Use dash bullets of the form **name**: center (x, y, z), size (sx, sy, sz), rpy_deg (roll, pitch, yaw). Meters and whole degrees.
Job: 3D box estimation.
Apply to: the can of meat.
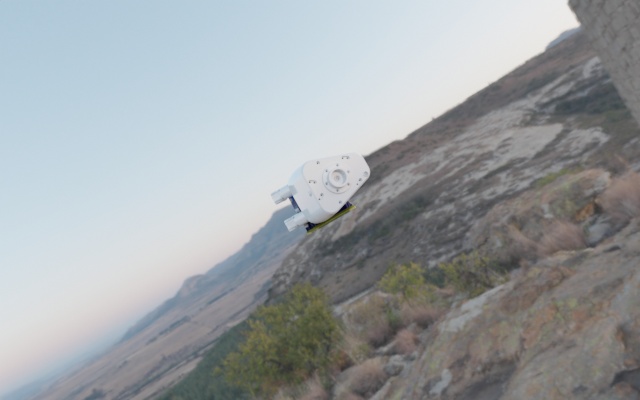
- **can of meat**: center (0.000, 0.003, 0.889), size (0.102, 0.084, 0.057), rpy_deg (-29, -1, -12)
